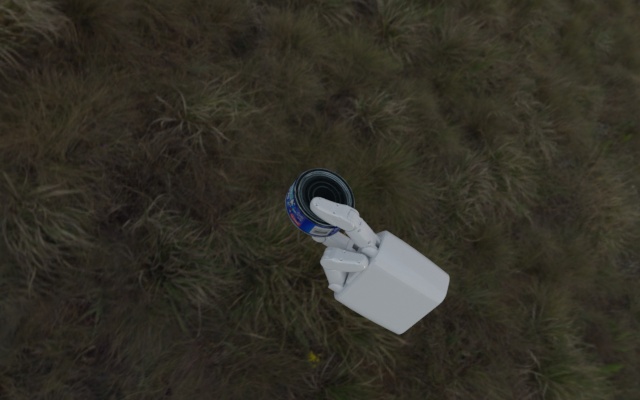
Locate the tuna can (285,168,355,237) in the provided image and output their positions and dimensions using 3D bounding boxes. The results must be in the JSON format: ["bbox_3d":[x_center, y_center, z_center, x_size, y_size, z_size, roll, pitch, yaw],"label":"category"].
[{"bbox_3d":[0.000,0.002,0.613,0.086,0.086,0.034,0,-27,-25],"label":"tuna can"}]
